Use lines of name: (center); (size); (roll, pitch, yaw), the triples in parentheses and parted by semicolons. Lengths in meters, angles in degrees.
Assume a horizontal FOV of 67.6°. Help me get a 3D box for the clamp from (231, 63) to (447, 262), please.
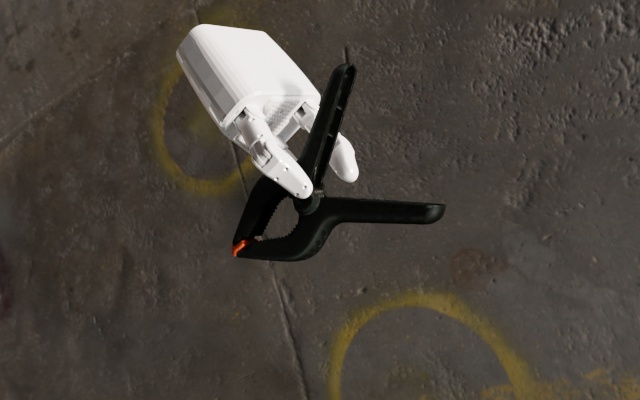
clamp: (-0.001, 0.002, 0.442); (0.210, 0.164, 0.036); (-44, -21, 21)
